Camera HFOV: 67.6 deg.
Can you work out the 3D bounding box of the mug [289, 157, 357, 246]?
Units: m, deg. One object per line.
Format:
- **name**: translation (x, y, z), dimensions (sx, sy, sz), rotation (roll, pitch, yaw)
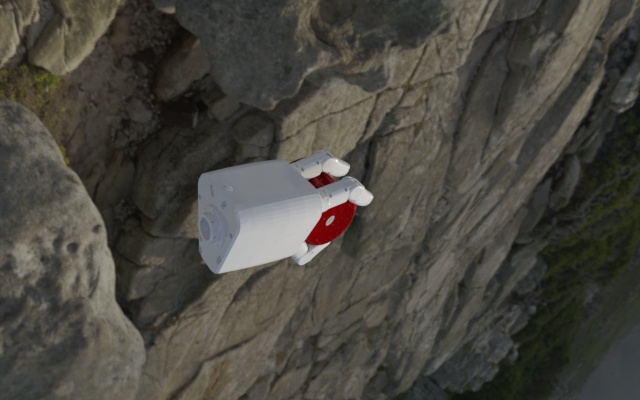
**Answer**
- **mug**: translation (0.001, 0.002, 0.627), dimensions (0.117, 0.093, 0.081), rotation (-13, 44, -37)
